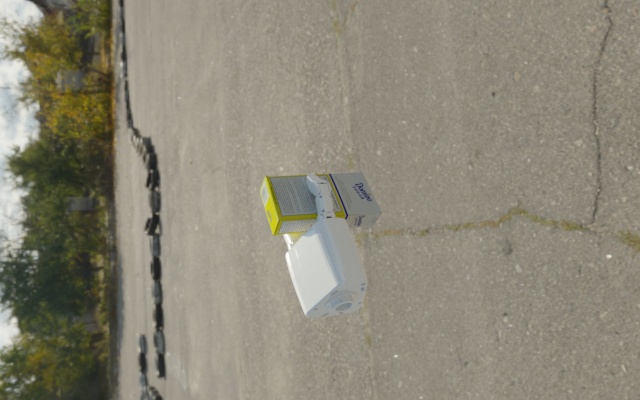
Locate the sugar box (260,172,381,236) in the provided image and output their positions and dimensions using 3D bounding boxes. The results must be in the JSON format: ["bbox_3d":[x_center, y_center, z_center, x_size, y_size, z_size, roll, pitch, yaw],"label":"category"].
[{"bbox_3d":[0.000,0.003,0.768,0.176,0.093,0.048,-1,-39,-25],"label":"sugar box"}]
